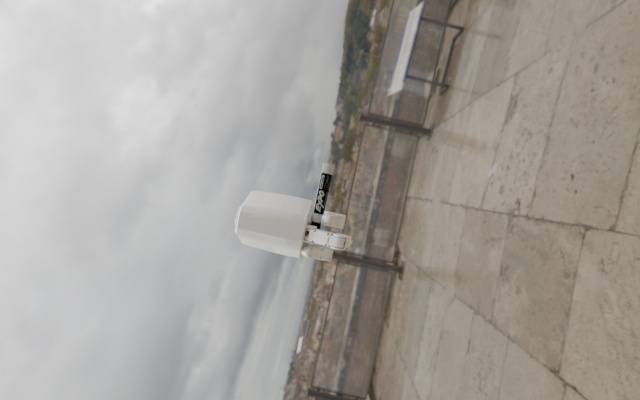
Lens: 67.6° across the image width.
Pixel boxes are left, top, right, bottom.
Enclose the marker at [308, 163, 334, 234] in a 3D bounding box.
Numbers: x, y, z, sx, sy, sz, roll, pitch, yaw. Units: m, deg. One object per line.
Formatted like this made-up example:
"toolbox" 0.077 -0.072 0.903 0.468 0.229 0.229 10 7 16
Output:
"marker" 0.000 0.002 0.750 0.020 0.121 0.020 12 1 0
